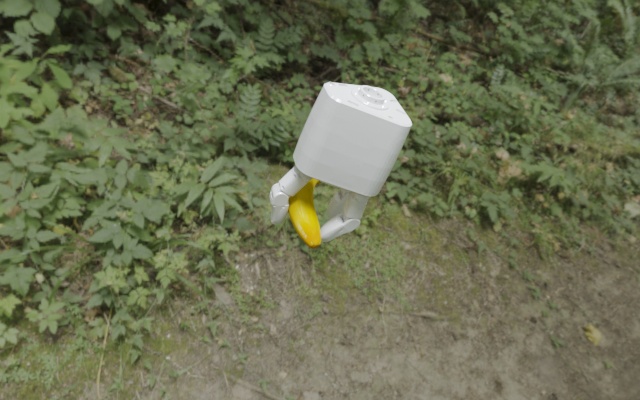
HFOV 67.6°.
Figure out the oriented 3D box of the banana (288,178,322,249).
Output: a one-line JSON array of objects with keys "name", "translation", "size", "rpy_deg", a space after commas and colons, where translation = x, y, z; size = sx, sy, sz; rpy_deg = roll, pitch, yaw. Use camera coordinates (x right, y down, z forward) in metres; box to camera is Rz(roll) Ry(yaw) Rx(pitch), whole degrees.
[{"name": "banana", "translation": [-0.016, -0.008, 0.674], "size": [0.069, 0.037, 0.197], "rpy_deg": [27, 31, -6]}]
